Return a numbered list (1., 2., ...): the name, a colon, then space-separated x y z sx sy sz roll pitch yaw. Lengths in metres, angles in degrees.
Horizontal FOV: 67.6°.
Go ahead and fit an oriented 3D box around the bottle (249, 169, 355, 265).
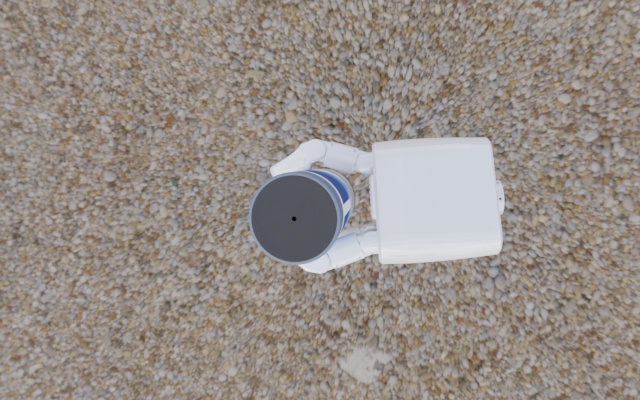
1. bottle: 0.000 0.002 0.481 0.069 0.069 0.295 0 4 7
